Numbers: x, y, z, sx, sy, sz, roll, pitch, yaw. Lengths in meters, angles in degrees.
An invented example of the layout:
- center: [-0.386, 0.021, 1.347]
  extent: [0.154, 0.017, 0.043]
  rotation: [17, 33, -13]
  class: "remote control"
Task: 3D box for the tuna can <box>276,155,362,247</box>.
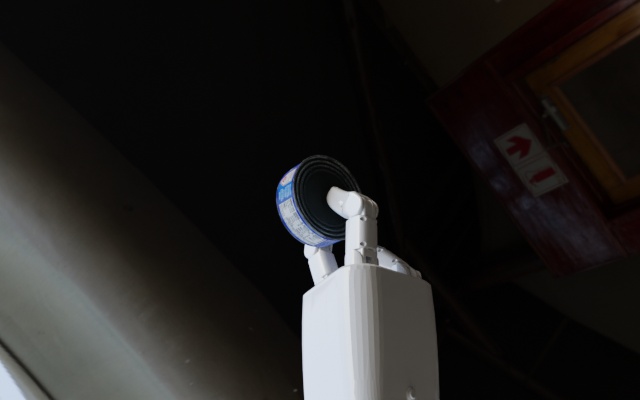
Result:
- center: [0.000, 0.002, 0.466]
  extent: [0.086, 0.086, 0.034]
  rotation: [0, -19, -40]
  class: "tuna can"
